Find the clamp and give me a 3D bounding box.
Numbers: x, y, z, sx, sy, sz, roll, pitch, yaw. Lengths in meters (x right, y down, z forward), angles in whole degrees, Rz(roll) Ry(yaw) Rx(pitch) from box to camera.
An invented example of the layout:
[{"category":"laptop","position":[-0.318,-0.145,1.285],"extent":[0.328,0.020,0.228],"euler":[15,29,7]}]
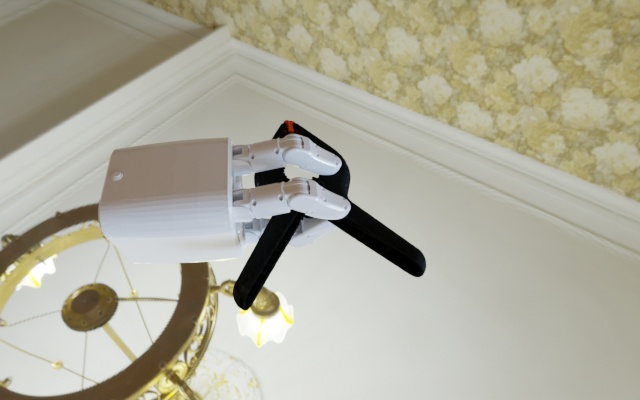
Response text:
[{"category":"clamp","position":[0.000,0.002,0.453],"extent":[0.164,0.209,0.036],"euler":[-3,-40,-7]}]
